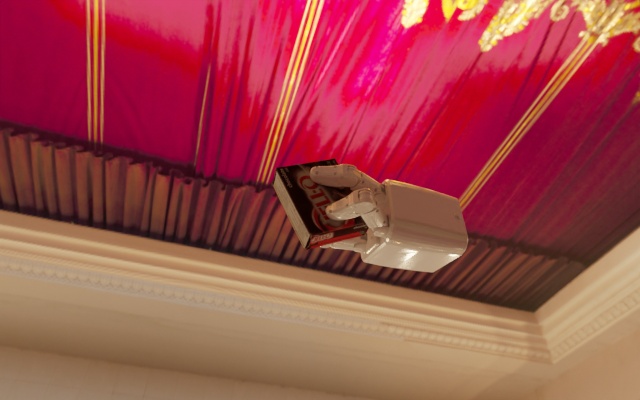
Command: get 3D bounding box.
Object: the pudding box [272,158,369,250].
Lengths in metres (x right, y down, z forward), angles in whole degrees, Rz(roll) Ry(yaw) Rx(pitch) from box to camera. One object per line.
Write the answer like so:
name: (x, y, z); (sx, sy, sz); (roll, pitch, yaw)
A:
pudding box: (0.000, 0.002, 0.610); (0.090, 0.113, 0.039); (-11, -37, -29)
